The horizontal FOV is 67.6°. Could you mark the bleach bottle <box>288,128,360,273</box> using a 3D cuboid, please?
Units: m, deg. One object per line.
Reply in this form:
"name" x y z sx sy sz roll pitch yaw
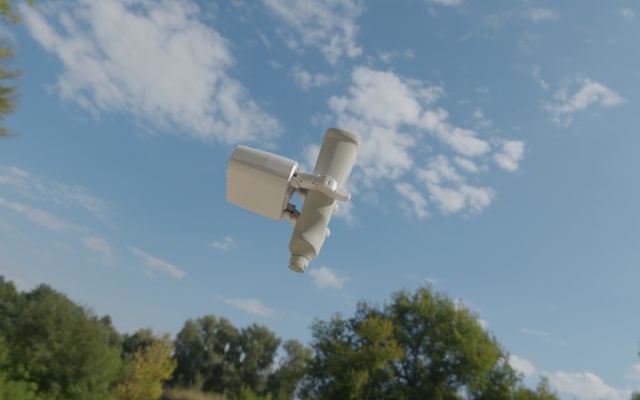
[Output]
"bleach bottle" 0.000 0.003 0.818 0.068 0.250 0.103 18 -28 4
